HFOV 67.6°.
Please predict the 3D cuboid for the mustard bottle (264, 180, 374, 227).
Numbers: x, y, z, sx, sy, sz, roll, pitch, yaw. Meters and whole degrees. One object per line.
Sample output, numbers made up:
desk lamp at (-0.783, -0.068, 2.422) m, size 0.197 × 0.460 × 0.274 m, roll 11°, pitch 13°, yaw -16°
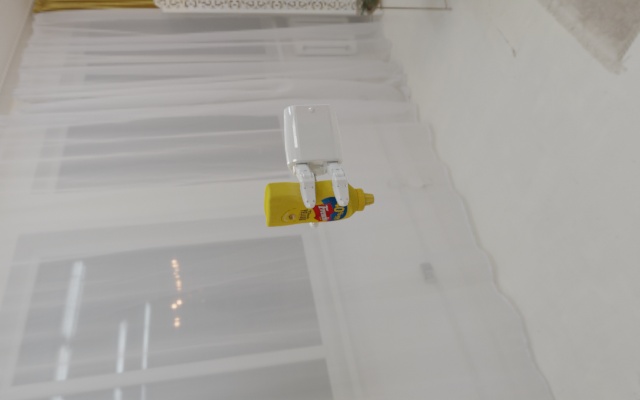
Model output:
mustard bottle at (0.000, 0.003, 0.832) m, size 0.191 × 0.058 × 0.096 m, roll -4°, pitch -35°, yaw -12°
